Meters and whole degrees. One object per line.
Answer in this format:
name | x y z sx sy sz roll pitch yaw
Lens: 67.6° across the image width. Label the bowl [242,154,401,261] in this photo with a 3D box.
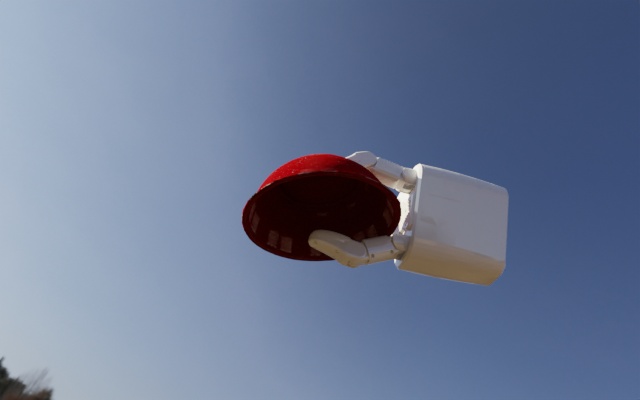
bowl | -0.001 0.001 0.498 0.162 0.055 0.162 -3 -36 -2
